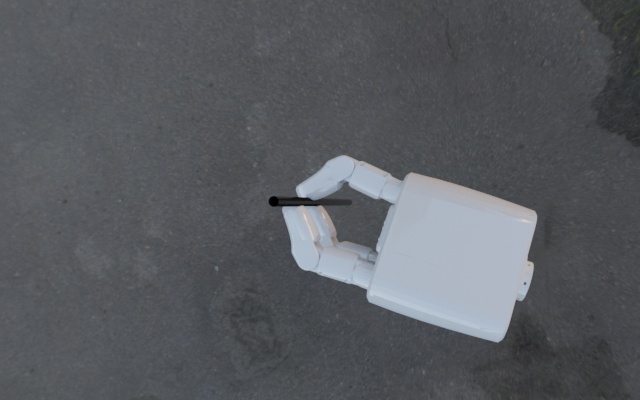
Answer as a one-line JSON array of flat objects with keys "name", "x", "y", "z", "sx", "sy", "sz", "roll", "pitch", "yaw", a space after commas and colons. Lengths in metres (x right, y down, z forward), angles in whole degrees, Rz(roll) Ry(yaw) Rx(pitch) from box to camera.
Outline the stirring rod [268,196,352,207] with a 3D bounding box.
[{"name": "stirring rod", "x": 0.000, "y": 0.001, "z": 0.463, "sx": 0.011, "sy": 0.011, "sz": 0.239, "roll": 0, "pitch": 0, "yaw": 17}]
